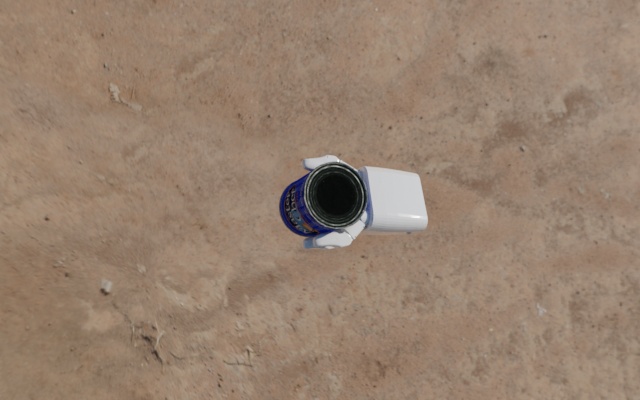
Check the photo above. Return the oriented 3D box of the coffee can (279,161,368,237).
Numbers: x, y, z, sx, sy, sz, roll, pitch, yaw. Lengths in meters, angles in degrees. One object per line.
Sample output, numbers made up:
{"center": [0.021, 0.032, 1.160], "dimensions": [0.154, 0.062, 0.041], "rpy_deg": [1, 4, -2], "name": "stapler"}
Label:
{"center": [0.000, 0.002, 0.770], "dimensions": [0.103, 0.103, 0.140], "rpy_deg": [0, -9, -20], "name": "coffee can"}
